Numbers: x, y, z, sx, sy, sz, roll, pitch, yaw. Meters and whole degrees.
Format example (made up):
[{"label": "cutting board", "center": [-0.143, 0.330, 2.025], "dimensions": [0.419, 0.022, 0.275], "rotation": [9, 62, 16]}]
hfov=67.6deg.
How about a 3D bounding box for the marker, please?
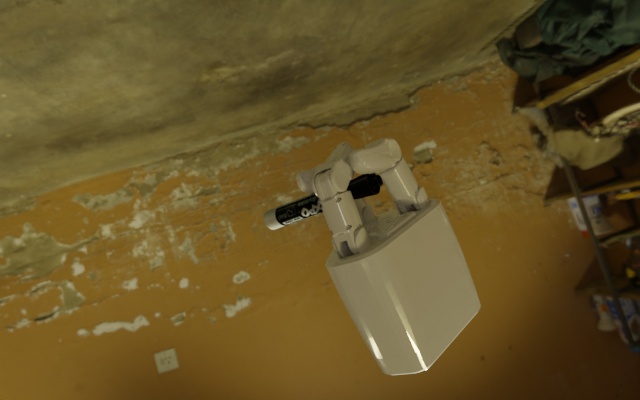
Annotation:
[{"label": "marker", "center": [0.000, 0.001, 0.402], "dimensions": [0.121, 0.020, 0.020], "rotation": [-20, -12, 36]}]
